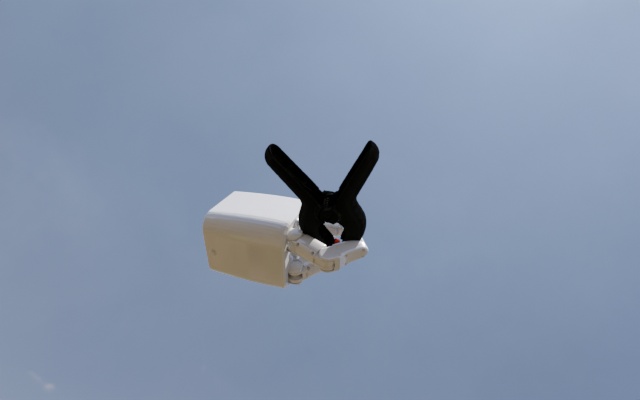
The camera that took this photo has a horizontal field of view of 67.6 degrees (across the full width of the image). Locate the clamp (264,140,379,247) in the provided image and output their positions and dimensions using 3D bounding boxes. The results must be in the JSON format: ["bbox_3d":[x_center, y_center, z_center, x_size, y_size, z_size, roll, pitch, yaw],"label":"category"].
[{"bbox_3d":[0.000,0.002,0.539,0.120,0.172,0.039,10,39,11],"label":"clamp"}]
